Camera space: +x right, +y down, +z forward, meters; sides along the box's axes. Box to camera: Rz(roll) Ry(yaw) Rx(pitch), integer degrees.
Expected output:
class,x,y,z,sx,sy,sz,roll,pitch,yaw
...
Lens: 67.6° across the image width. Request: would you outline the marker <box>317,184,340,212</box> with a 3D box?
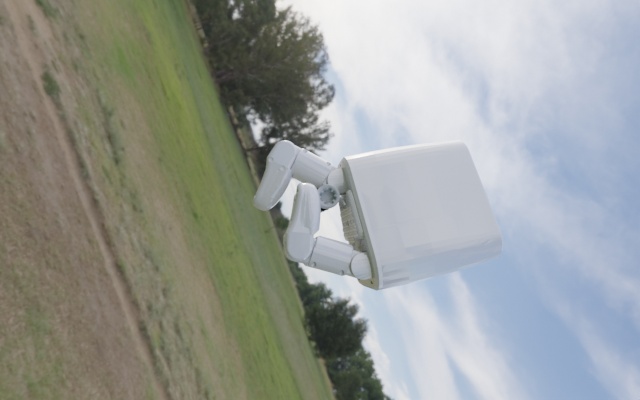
class,x,y,z,sx,sy,sz,roll,pitch,yaw
marker,0.000,0.001,0.431,0.020,0.020,0.121,0,-5,-6
